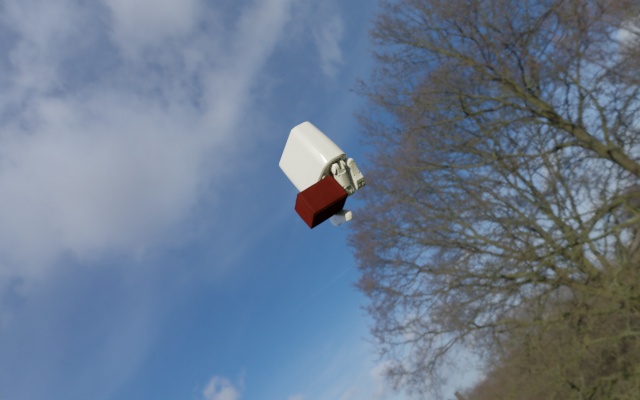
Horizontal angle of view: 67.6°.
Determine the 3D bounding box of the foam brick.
[{"bbox_3d":[0.000,0.003,0.841,0.078,0.051,0.053,-31,-22,-26],"label":"foam brick"}]
